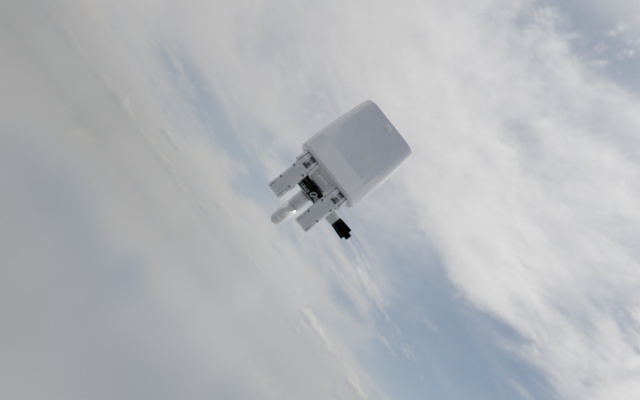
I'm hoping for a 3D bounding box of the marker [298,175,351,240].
[{"bbox_3d":[0.000,0.002,0.630,0.020,0.121,0.020,-38,1,1],"label":"marker"}]
